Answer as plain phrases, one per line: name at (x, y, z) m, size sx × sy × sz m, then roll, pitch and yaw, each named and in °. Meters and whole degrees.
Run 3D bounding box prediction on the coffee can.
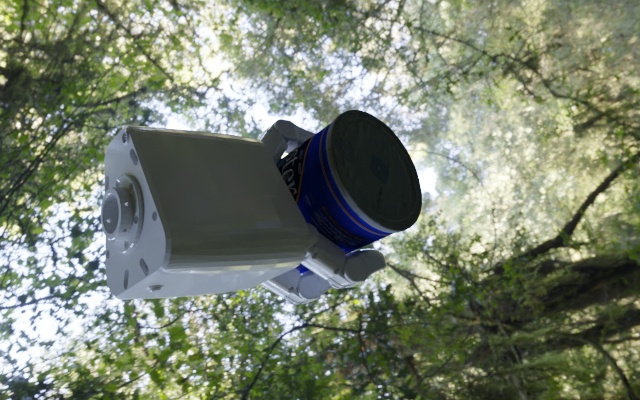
coffee can at (0.000, 0.001, 0.411) m, size 0.103 × 0.102 × 0.140 m, roll 0°, pitch -22°, yaw -46°
